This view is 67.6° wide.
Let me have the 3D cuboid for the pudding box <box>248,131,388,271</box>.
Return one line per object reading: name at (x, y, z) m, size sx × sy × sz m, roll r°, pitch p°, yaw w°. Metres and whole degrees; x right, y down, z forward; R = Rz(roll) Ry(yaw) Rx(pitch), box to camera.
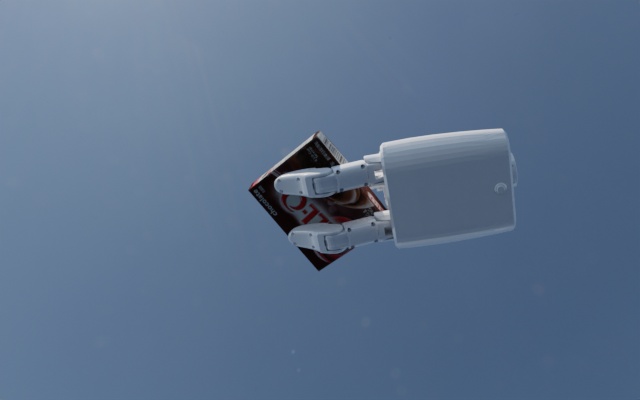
pudding box at (0.000, 0.001, 0.472) m, size 0.090 × 0.113 × 0.039 m, roll -36°, pitch 9°, yaw 19°
